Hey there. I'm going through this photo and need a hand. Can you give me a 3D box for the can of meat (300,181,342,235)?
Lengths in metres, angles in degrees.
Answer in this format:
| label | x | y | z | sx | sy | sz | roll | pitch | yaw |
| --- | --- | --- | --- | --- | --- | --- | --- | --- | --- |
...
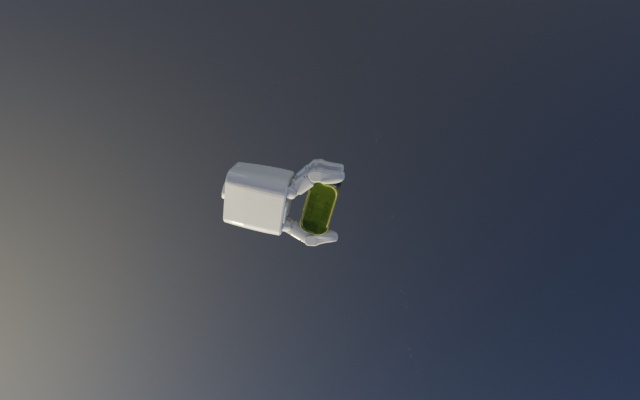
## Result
| label | x | y | z | sx | sy | sz | roll | pitch | yaw |
| --- | --- | --- | --- | --- | --- | --- | --- | --- | --- |
| can of meat | 0.000 | 0.003 | 0.854 | 0.057 | 0.102 | 0.084 | 16 | 17 | 0 |
